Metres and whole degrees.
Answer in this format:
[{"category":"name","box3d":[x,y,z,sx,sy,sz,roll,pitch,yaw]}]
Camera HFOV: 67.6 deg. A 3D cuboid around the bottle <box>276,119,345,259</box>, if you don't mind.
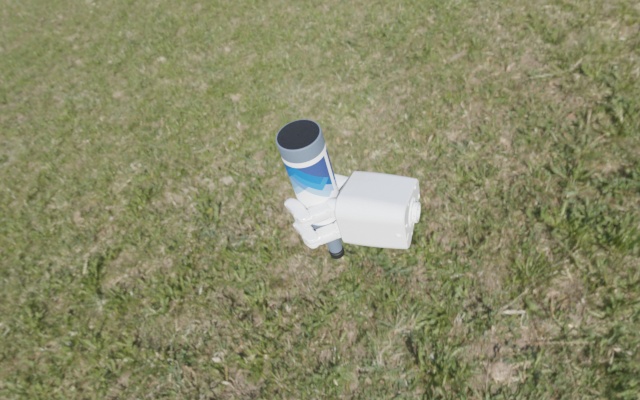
[{"category":"bottle","box3d":[0.000,0.002,0.775,0.069,0.069,0.296,0,-40,16]}]
